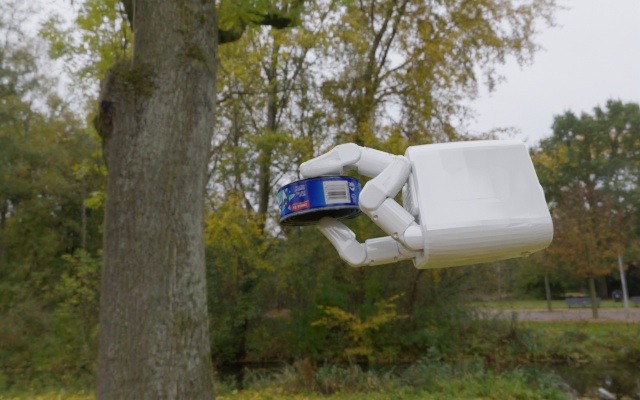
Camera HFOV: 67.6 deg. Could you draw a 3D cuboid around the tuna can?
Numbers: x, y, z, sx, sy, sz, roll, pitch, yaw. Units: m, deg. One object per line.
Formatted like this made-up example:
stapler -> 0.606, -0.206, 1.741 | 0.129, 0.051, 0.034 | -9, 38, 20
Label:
tuna can -> 0.000, 0.001, 0.476 | 0.086, 0.033, 0.086 | -7, -11, -1
